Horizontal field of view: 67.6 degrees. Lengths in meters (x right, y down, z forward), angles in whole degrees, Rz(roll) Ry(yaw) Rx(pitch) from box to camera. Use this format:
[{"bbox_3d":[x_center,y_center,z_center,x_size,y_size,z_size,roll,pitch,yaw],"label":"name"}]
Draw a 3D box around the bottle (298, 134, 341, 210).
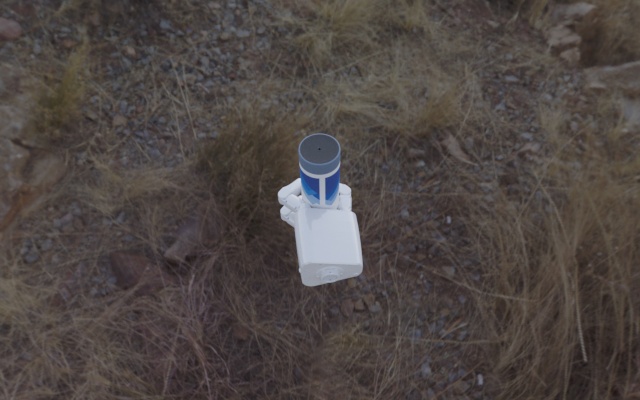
[{"bbox_3d":[0.000,0.003,0.872,0.069,0.069,0.296,0,-35,1],"label":"bottle"}]
